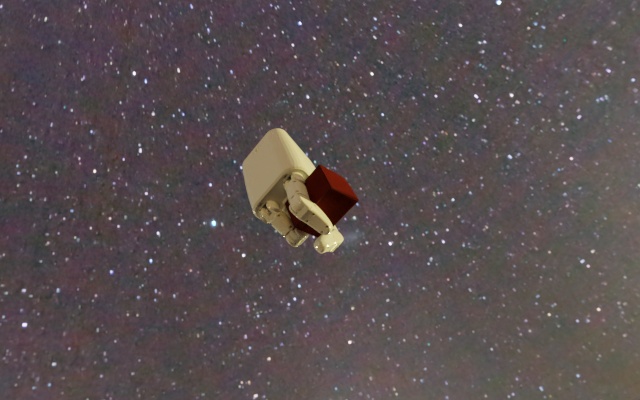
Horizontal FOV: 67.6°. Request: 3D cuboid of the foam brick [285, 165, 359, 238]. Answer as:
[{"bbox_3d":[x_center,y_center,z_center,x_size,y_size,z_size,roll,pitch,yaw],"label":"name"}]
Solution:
[{"bbox_3d":[0.000,0.002,0.632,0.053,0.078,0.051,26,26,-38],"label":"foam brick"}]
